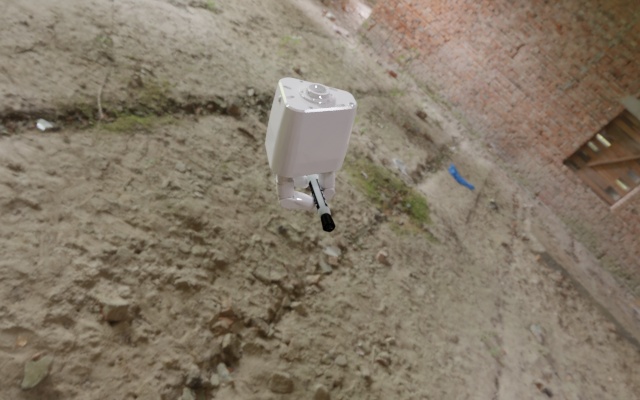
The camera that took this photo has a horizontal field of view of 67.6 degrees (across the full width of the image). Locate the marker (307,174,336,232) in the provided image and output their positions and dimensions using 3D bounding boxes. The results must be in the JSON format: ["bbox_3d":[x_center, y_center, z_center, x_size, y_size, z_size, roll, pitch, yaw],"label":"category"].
[{"bbox_3d":[0.000,0.002,0.714,0.020,0.020,0.121,0,41,-17],"label":"marker"}]
